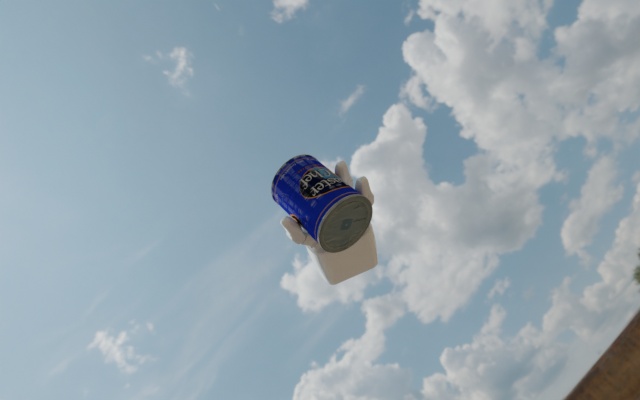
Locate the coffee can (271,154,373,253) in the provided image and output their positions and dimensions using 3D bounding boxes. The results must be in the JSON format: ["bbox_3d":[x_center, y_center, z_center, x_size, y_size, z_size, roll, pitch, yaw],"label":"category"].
[{"bbox_3d":[0.000,0.003,0.767,0.103,0.103,0.140,0,30,-42],"label":"coffee can"}]
